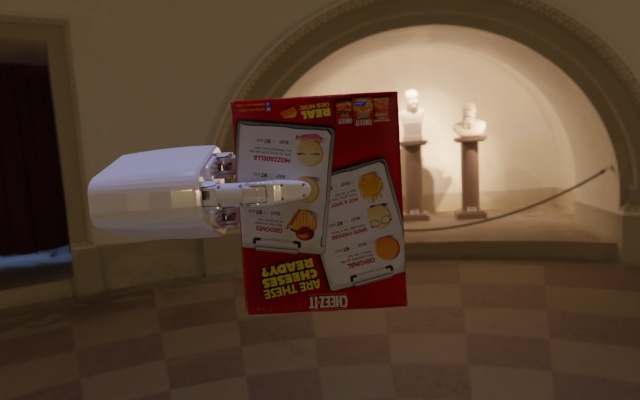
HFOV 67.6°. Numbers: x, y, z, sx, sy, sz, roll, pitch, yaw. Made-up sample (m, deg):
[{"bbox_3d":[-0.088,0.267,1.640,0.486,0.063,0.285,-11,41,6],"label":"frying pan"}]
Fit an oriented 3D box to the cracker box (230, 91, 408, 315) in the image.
[{"bbox_3d":[0.000,0.001,0.497,0.164,0.214,0.072,-3,5,2],"label":"cracker box"}]
